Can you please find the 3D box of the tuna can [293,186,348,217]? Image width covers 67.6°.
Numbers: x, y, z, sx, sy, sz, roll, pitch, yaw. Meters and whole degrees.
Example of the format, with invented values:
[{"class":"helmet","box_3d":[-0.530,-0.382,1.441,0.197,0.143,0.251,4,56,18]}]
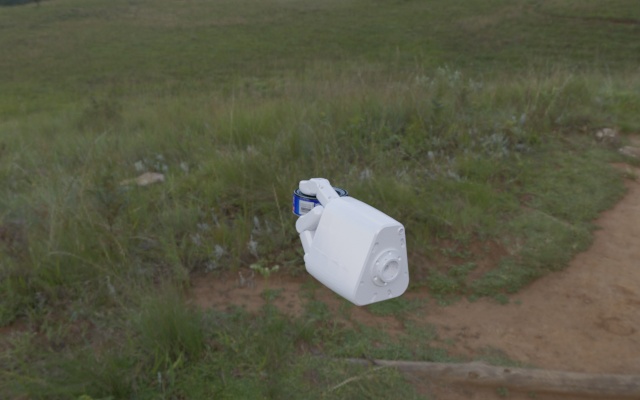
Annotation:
[{"class":"tuna can","box_3d":[0.000,0.002,0.735,0.086,0.034,0.086,1,16,0]}]
